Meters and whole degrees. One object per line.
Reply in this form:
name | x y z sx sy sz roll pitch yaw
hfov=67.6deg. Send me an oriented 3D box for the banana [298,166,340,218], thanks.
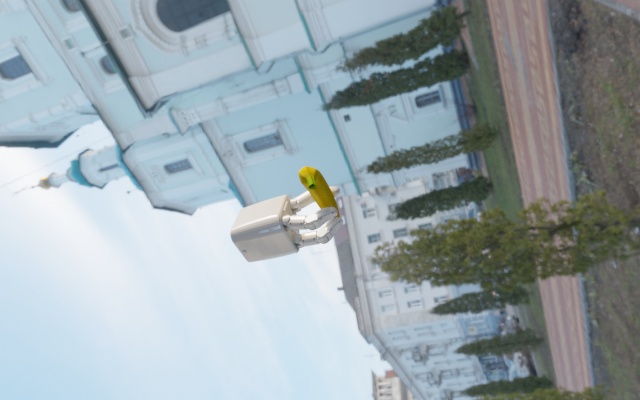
banana | -0.004 -0.015 0.868 0.037 0.069 0.198 -16 -23 11
